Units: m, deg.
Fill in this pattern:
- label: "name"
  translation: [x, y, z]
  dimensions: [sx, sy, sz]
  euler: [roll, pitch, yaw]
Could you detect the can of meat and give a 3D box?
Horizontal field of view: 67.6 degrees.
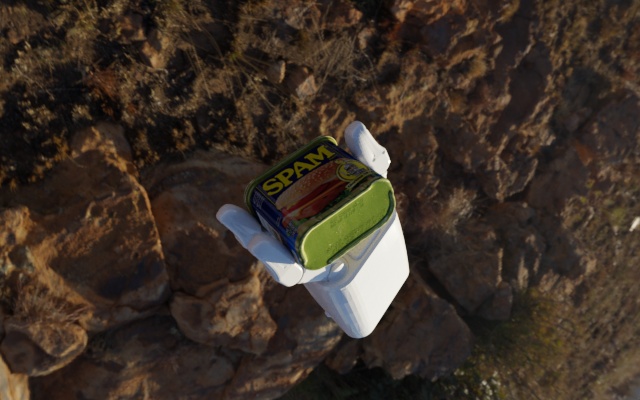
- label: "can of meat"
  translation: [0.000, 0.001, 0.408]
  dimensions: [0.102, 0.057, 0.084]
  euler: [-35, 46, -16]
